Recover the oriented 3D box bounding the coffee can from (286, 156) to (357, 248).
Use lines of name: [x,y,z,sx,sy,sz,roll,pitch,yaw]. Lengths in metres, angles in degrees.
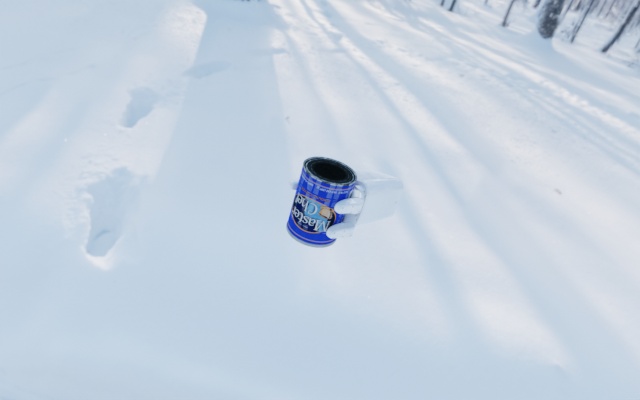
coffee can: [0.000,0.003,0.898,0.103,0.140,0.102,13,29,-7]
